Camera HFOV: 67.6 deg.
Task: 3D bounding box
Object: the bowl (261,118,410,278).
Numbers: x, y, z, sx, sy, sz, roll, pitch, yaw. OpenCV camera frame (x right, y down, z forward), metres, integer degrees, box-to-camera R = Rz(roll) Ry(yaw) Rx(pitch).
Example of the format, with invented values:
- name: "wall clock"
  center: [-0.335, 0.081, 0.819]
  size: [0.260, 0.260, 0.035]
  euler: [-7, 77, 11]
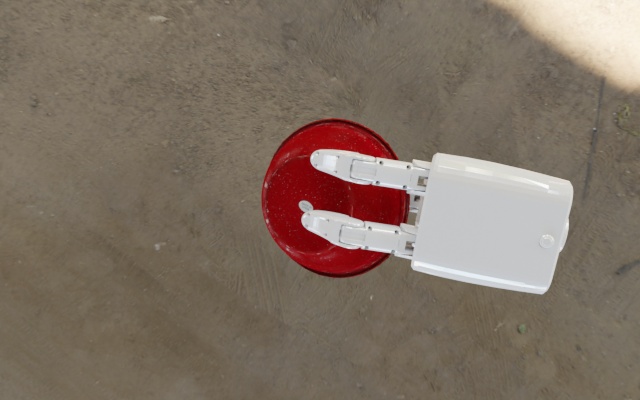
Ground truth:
- name: "bowl"
  center: [-0.001, 0.002, 0.459]
  size: [0.162, 0.162, 0.055]
  euler: [0, 6, 27]
